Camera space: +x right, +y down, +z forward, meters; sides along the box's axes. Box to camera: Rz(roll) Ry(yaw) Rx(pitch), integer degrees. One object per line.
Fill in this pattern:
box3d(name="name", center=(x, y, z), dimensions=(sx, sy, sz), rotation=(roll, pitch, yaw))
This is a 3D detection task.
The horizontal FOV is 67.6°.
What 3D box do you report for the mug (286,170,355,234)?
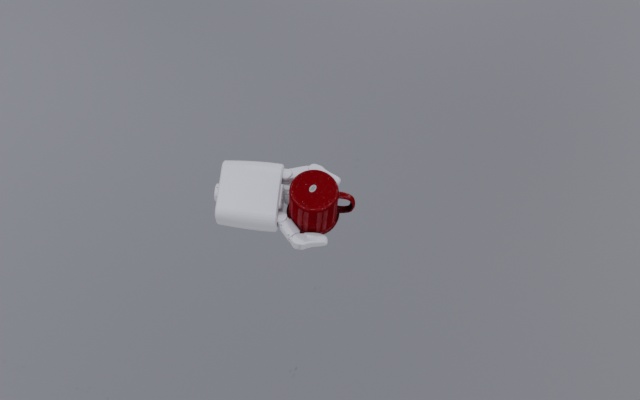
box3d(name="mug", center=(0.002, 0.003, 0.804), dimensions=(0.117, 0.093, 0.081), rotation=(5, -29, 0))
